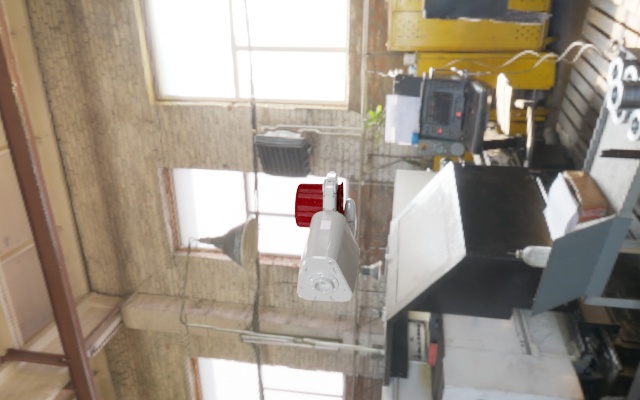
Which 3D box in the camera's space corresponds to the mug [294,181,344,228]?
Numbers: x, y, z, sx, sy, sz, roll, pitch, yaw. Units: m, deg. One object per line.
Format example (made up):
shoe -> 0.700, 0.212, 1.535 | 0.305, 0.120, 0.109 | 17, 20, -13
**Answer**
mug -> 0.000, 0.002, 0.871 | 0.081, 0.093, 0.117 | 2, 37, 7
